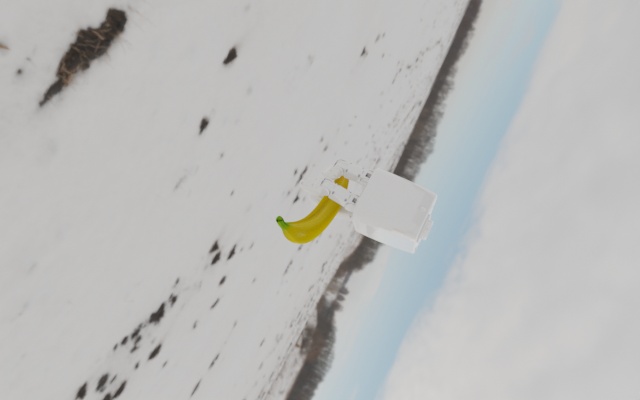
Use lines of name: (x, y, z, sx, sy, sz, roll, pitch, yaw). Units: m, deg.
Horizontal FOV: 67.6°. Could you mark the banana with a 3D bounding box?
banana: (-0.003, 0.020, 0.776, 0.037, 0.070, 0.197, 21, 34, 24)
